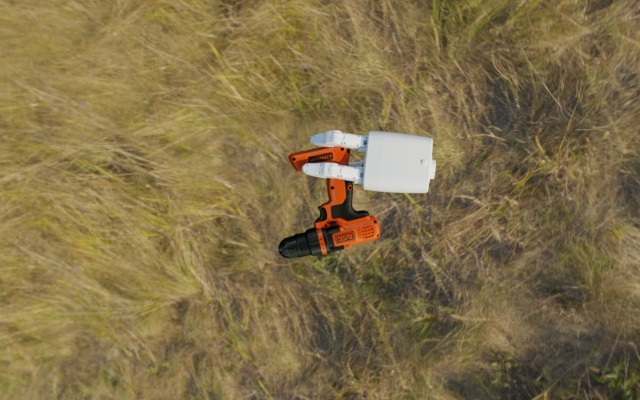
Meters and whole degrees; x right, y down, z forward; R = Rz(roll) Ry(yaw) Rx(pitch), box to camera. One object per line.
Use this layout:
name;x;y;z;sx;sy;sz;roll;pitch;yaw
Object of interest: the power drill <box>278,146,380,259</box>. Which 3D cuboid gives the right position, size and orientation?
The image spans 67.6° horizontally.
power drill;0.000;0.002;0.839;0.184;0.188;0.057;-14;12;-4
